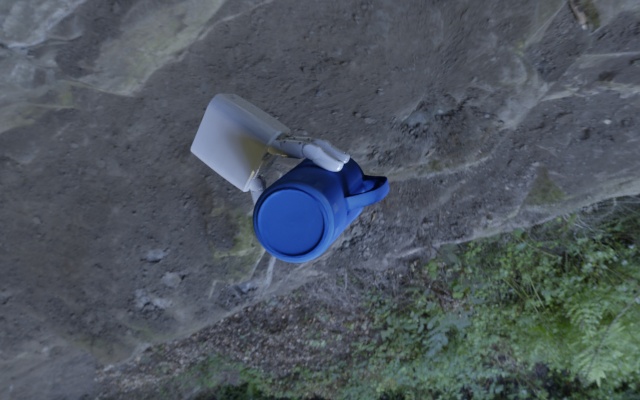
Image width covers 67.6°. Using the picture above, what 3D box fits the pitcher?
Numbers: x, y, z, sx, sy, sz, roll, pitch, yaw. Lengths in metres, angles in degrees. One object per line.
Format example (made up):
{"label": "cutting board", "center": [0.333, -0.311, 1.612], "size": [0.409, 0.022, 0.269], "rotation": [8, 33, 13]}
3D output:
{"label": "pitcher", "center": [0.000, 0.002, 0.700], "size": [0.145, 0.149, 0.242], "rotation": [37, 17, 3]}
